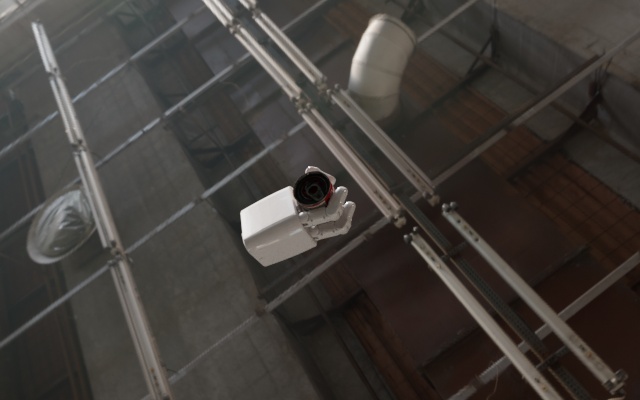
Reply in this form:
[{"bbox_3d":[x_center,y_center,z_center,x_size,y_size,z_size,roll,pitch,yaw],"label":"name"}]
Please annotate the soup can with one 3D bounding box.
[{"bbox_3d":[0.001,0.003,0.854,0.068,0.068,0.102,0,-29,21],"label":"soup can"}]
